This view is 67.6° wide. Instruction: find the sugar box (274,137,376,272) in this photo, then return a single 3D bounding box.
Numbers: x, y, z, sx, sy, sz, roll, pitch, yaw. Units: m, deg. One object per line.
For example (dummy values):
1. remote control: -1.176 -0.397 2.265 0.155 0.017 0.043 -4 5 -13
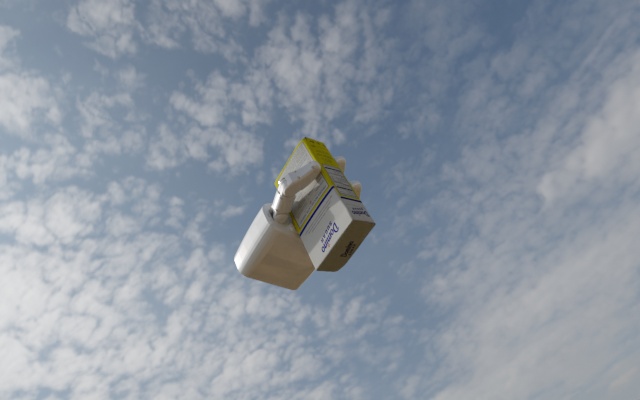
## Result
1. sugar box: 0.000 0.002 0.651 0.048 0.093 0.176 10 37 -38
